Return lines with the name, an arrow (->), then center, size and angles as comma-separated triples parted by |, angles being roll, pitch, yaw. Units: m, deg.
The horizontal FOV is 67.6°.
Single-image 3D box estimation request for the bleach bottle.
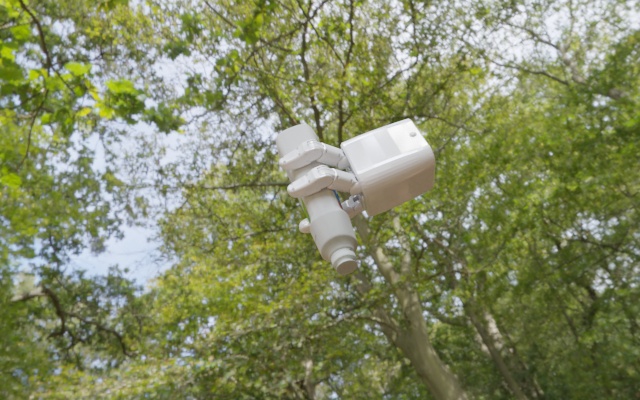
bleach bottle -> 0.000, 0.002, 0.675 | 0.068, 0.250, 0.103 | -22, -42, 0
